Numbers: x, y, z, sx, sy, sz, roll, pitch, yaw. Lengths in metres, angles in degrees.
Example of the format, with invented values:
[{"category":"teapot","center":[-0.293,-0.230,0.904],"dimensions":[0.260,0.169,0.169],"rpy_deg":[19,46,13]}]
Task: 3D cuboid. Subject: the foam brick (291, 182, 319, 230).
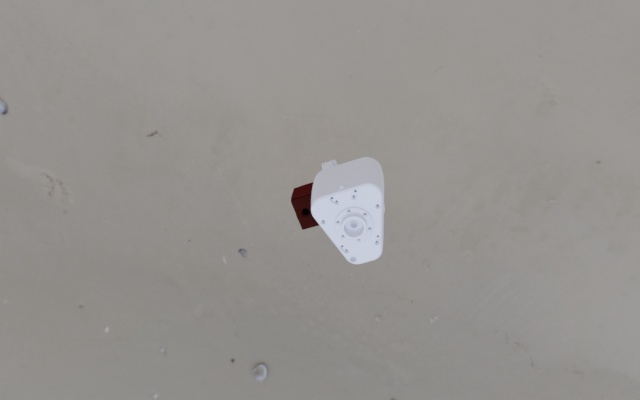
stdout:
[{"category":"foam brick","center":[0.000,0.003,0.727],"dimensions":[0.078,0.053,0.051],"rpy_deg":[-17,22,10]}]
